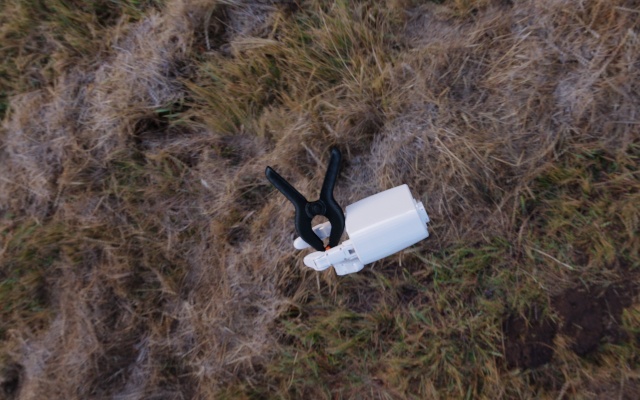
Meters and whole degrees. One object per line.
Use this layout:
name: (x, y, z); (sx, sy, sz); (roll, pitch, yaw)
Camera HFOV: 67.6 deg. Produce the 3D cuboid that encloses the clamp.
clamp: (0.000, 0.003, 0.741); (0.120, 0.171, 0.039); (-24, 7, 11)
